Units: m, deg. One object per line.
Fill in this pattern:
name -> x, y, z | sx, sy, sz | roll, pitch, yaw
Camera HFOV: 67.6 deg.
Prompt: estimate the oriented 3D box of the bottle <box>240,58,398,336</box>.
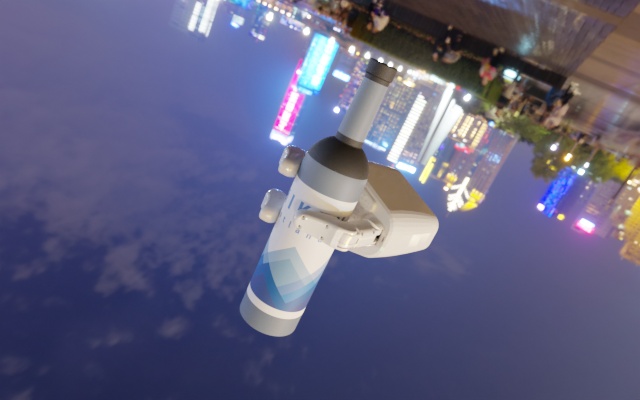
bottle -> 0.000, 0.002, 0.483 | 0.069, 0.296, 0.069 | 22, 19, -8
